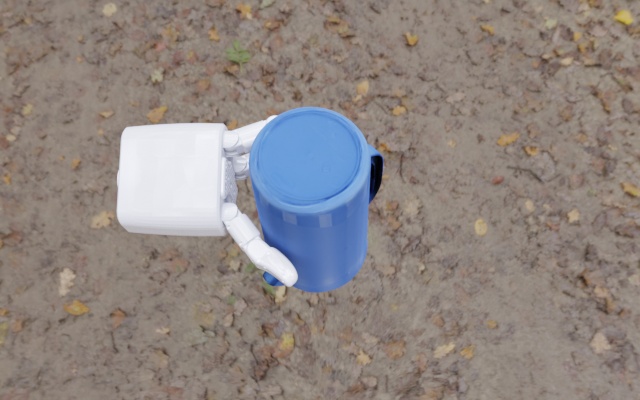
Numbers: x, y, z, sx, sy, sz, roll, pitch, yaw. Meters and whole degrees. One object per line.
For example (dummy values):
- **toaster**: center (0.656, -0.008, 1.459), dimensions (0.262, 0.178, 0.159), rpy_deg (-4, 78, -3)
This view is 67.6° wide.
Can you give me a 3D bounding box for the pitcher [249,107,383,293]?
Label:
- **pitcher**: center (0.000, 0.002, 0.523), dimensions (0.145, 0.149, 0.243), rpy_deg (3, -24, 2)
